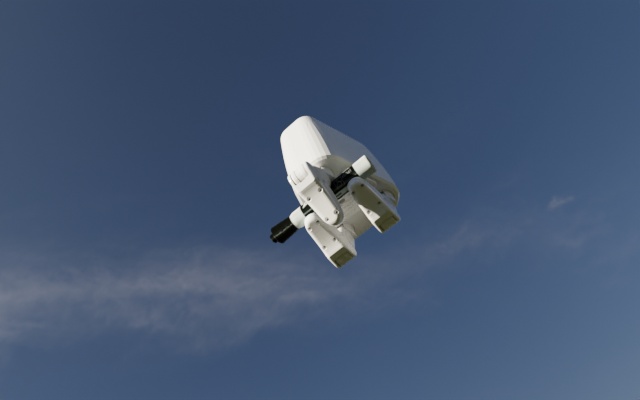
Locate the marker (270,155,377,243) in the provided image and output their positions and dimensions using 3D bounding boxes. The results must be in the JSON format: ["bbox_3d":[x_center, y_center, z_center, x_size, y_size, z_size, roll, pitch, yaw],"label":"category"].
[{"bbox_3d":[0.000,0.002,0.453,0.121,0.020,0.020,-38,-9,12],"label":"marker"}]
